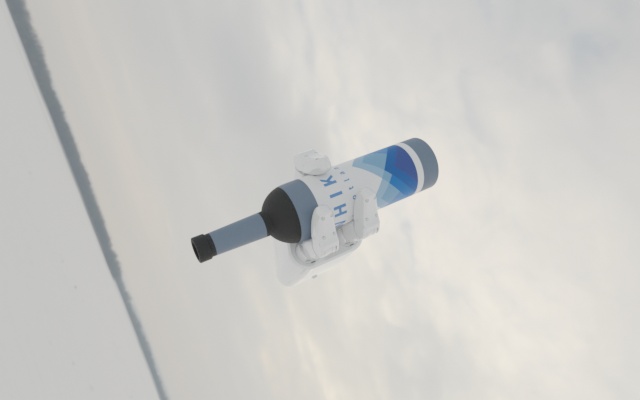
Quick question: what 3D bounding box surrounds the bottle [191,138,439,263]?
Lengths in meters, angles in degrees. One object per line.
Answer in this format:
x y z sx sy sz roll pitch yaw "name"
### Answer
0.000 0.002 0.538 0.295 0.069 0.069 -21 9 -24 "bottle"
